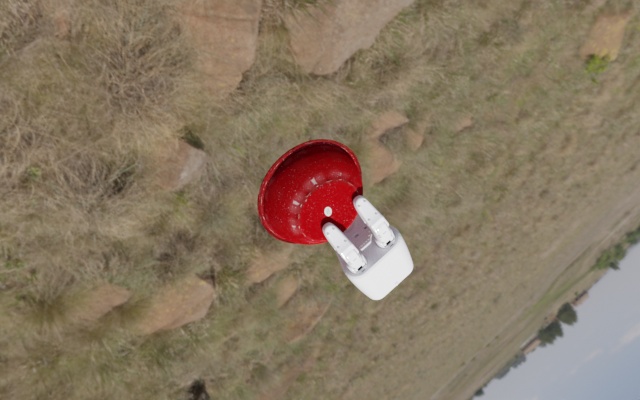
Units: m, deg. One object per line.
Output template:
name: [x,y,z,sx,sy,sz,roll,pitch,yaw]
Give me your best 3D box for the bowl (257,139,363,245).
bowl: [-0.001,0.002,0.641,0.162,0.162,0.055,0,27,-31]
